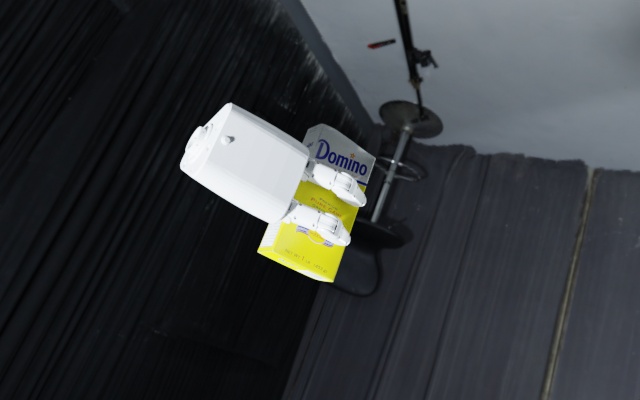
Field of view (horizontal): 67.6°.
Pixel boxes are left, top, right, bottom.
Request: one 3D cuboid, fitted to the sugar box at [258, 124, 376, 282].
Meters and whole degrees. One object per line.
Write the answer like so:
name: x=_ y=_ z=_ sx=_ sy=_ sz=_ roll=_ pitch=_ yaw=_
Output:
sugar box: x=0.000 y=0.002 z=0.592 sx=0.093 sy=0.176 sz=0.048 roll=30 pitch=-19 yaw=-27
